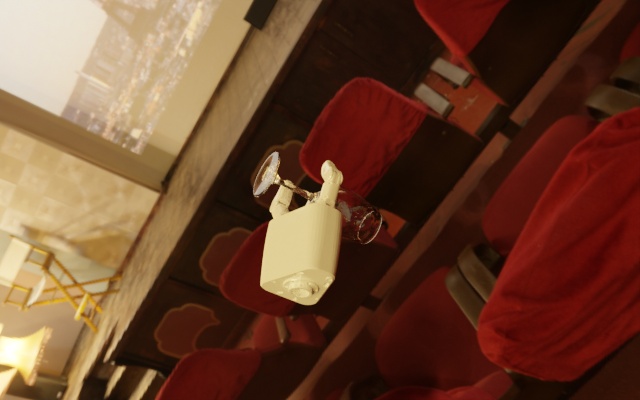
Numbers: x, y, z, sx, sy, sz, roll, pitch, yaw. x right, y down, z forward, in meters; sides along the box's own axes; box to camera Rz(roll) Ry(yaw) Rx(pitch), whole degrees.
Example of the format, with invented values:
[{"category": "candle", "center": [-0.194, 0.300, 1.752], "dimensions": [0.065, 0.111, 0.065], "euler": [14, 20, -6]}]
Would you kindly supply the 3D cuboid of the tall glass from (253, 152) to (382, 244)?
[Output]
[{"category": "tall glass", "center": [0.000, 0.002, 0.748], "dimensions": [0.201, 0.079, 0.079], "euler": [27, -12, -24]}]
